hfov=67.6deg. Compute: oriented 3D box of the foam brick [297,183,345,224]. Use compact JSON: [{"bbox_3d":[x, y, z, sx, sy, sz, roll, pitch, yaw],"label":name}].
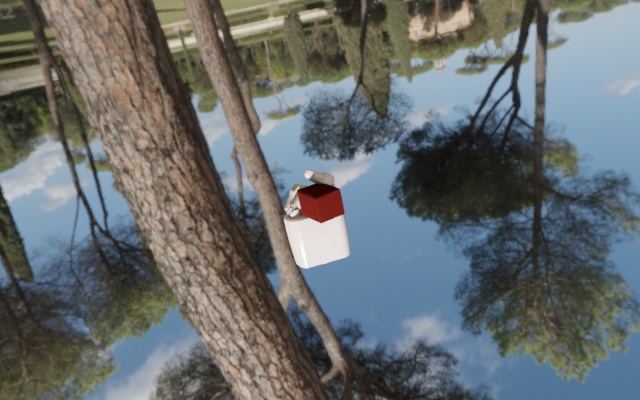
[{"bbox_3d":[0.000,0.003,0.877,0.053,0.051,0.078,-20,20,-24],"label":"foam brick"}]
